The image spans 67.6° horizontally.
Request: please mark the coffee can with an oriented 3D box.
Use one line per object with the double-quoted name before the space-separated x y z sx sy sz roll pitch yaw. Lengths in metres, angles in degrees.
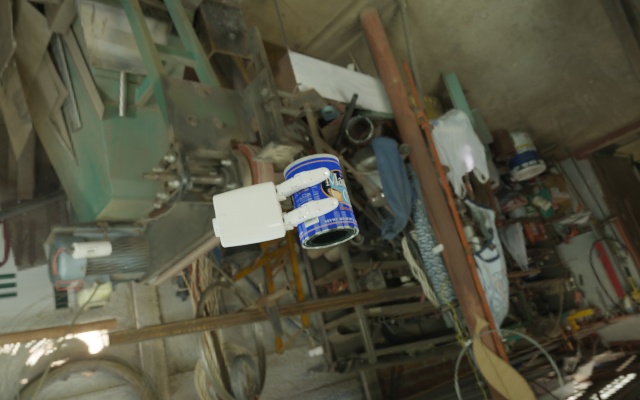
"coffee can" 0.000 0.003 0.846 0.103 0.140 0.103 -13 -20 -5
